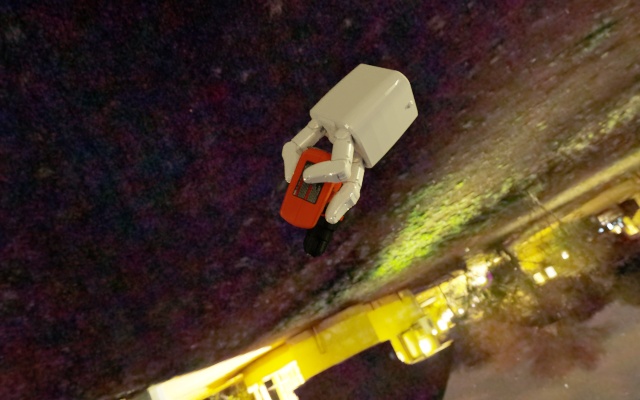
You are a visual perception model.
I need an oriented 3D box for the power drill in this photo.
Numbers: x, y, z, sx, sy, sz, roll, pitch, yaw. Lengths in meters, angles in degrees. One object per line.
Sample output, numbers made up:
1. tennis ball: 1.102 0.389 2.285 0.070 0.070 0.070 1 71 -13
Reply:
1. power drill: 0.000 0.002 0.710 0.057 0.184 0.187 21 2 13
